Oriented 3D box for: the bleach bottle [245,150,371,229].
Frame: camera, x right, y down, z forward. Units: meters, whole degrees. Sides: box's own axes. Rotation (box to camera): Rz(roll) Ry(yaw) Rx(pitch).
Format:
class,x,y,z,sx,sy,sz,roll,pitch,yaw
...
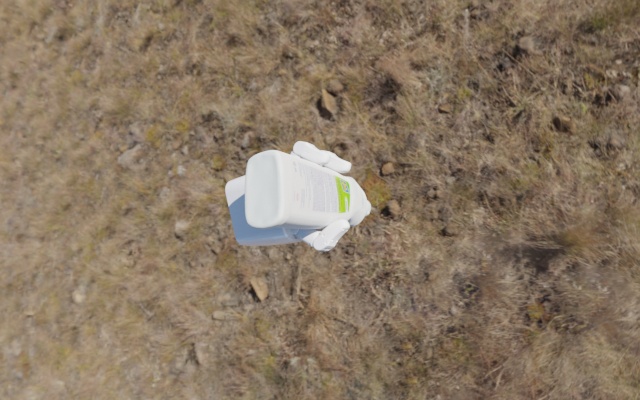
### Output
class,x,y,z,sx,sy,sz,roll,pitch,yaw
bleach bottle,0.000,0.002,0.692,0.068,0.102,0.251,-10,-15,34
